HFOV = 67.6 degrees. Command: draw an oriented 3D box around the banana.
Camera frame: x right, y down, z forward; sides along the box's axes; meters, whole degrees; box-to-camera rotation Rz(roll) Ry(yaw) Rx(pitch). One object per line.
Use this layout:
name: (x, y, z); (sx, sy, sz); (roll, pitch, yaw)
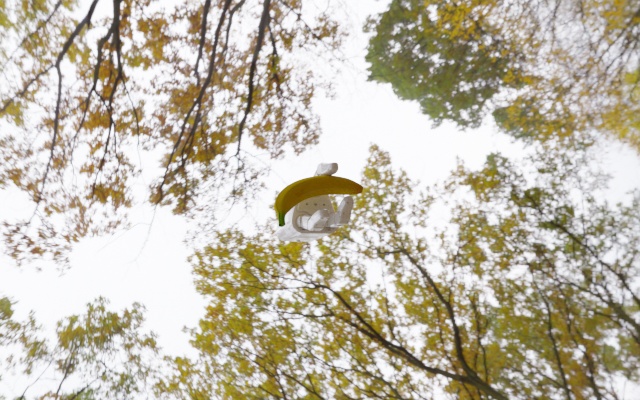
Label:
banana: (-0.012, -0.012, 0.856); (0.197, 0.069, 0.037); (-23, -13, -33)
